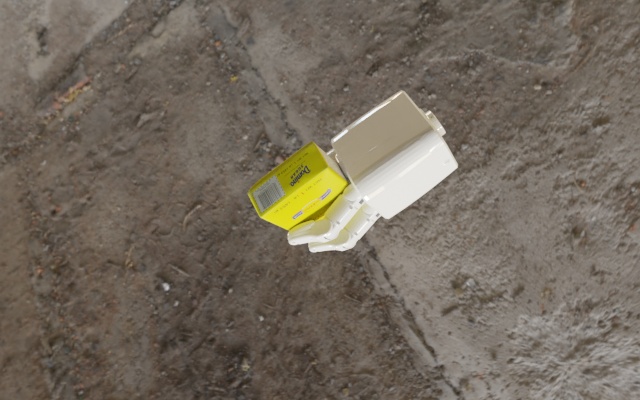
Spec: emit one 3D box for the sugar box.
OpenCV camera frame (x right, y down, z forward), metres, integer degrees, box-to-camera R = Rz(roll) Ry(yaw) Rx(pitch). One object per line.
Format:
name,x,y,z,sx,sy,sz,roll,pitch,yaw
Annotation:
sugar box,0.000,0.002,0.573,0.093,0.048,0.176,-36,-30,13
